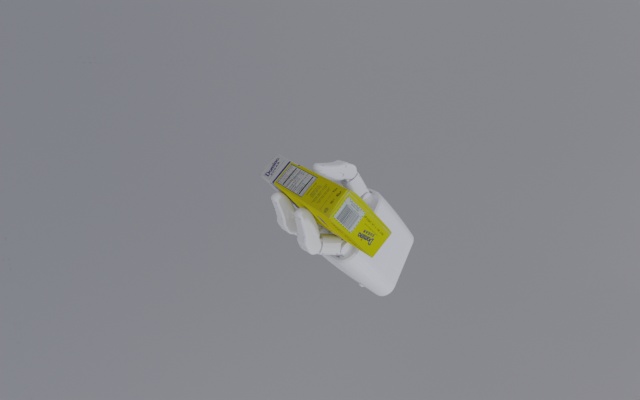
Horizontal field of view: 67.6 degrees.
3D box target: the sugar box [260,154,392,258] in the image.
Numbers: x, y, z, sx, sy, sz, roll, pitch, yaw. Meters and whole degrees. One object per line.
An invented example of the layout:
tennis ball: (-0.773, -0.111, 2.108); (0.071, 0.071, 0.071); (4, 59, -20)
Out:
sugar box: (0.000, 0.003, 0.602); (0.093, 0.048, 0.176); (44, -11, -36)
